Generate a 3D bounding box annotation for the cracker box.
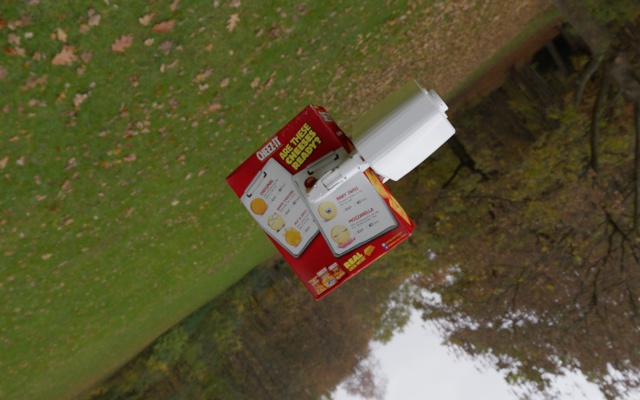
[{"bbox_3d":[0.000,0.002,0.661,0.164,0.213,0.072,-38,-3,17],"label":"cracker box"}]
